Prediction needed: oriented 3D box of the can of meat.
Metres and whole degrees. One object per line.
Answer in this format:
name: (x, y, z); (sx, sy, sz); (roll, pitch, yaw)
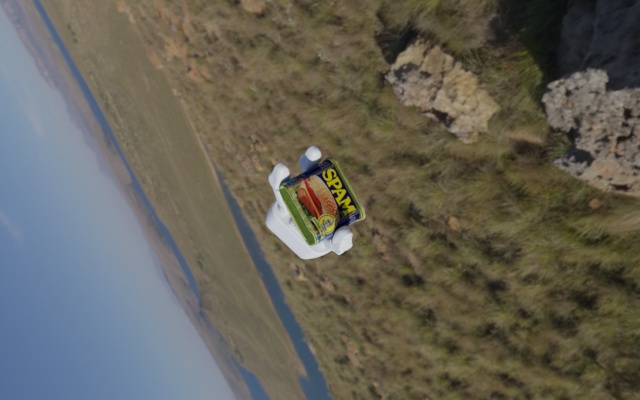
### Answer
can of meat: (0.000, 0.002, 0.674); (0.084, 0.102, 0.057); (-29, 1, -19)
